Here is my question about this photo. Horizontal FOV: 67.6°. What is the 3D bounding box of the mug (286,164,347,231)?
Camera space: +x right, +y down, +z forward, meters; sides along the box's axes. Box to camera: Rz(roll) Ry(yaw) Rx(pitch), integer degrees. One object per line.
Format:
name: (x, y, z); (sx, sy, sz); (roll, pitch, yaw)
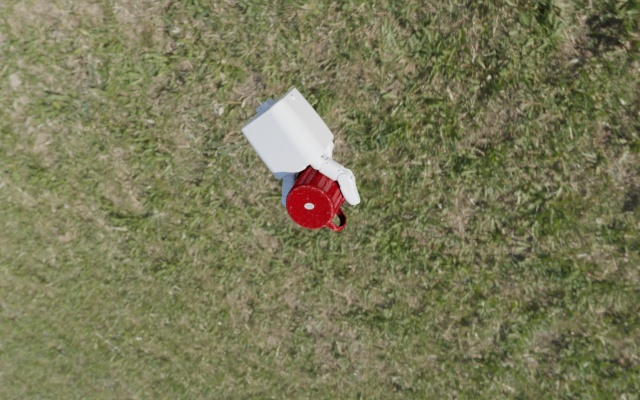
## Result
mug: (0.001, 0.004, 0.779); (0.093, 0.117, 0.081); (-31, 15, 30)
